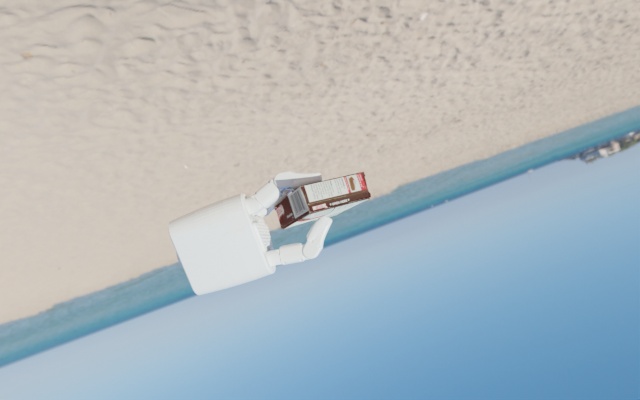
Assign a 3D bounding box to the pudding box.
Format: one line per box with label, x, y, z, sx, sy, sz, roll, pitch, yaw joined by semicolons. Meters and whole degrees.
pudding box;0.000;0.002;0.621;0.090;0.039;0.113;-15;-6;-24
